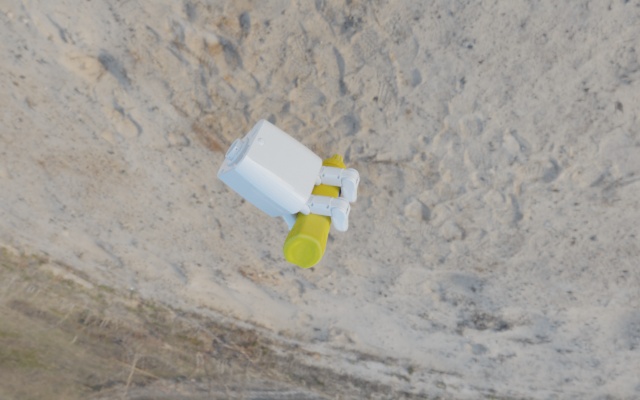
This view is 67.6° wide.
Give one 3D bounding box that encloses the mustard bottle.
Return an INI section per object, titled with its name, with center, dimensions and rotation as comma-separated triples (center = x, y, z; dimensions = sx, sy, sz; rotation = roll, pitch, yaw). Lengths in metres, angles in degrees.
[mustard bottle]
center = 0.000, 0.003, 0.730
dimensions = 0.058, 0.191, 0.096
rotation = 21, -35, -1
